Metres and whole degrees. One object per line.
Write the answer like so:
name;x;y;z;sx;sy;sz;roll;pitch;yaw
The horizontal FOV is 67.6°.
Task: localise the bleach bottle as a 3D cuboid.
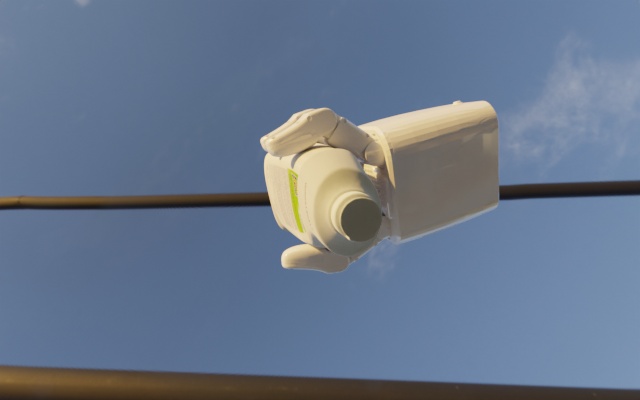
bleach bottle;0.000;0.001;0.421;0.068;0.102;0.251;-16;12;-10
